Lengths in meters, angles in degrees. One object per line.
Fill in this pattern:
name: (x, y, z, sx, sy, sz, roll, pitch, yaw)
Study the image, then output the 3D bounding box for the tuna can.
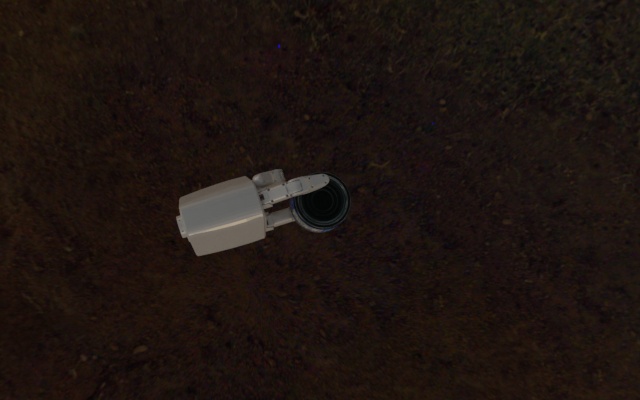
tuna can: (0.000, 0.002, 0.690, 0.086, 0.086, 0.034, 0, -12, -13)
